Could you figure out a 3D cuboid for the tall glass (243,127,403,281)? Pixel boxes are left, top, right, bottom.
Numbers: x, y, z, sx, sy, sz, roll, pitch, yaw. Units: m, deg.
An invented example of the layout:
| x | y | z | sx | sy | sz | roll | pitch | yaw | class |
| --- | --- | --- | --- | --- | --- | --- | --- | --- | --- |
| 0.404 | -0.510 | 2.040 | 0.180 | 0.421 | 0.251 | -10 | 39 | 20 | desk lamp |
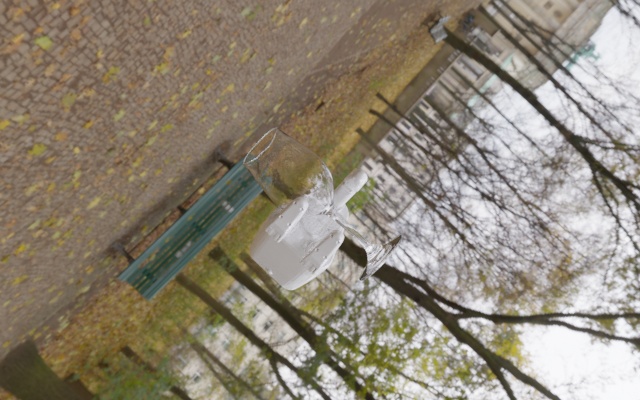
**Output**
| x | y | z | sx | sy | sz | roll | pitch | yaw | class |
| --- | --- | --- | --- | --- | --- | --- | --- | --- | --- |
| 0.001 | 0.002 | 0.577 | 0.201 | 0.079 | 0.079 | 43 | 0 | 1 | tall glass |
